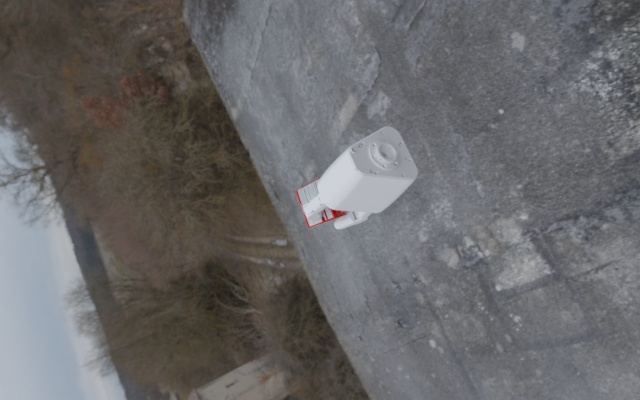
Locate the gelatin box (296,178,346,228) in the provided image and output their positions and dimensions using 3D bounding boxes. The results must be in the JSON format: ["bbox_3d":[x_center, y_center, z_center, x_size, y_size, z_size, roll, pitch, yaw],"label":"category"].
[{"bbox_3d":[0.000,0.003,0.825,0.030,0.073,0.089,-17,-4,-35],"label":"gelatin box"}]
